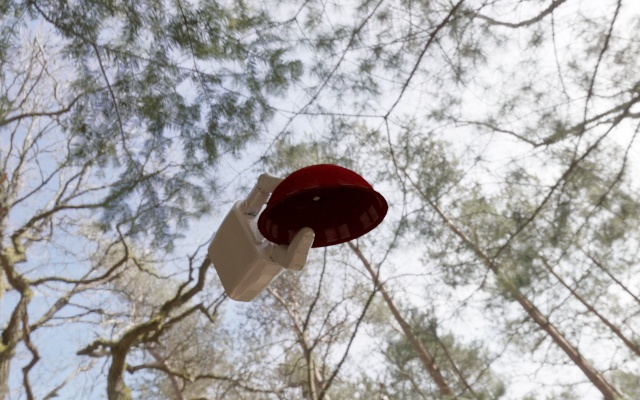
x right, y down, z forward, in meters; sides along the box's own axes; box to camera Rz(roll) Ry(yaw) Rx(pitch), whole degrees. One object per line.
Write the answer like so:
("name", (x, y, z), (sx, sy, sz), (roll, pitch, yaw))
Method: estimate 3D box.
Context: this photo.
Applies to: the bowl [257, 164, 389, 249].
("bowl", (0.001, 0.001, 0.597), (0.162, 0.055, 0.162), (-7, -29, -4))
